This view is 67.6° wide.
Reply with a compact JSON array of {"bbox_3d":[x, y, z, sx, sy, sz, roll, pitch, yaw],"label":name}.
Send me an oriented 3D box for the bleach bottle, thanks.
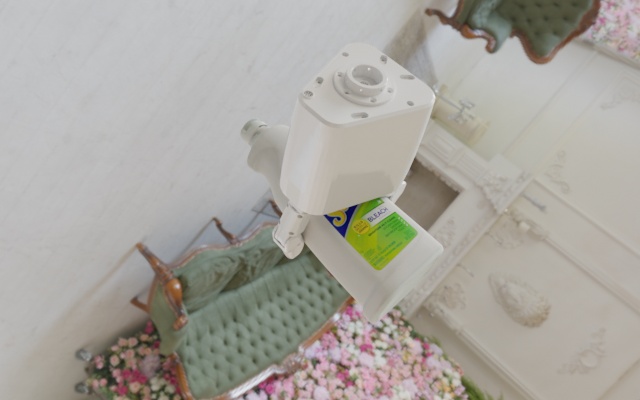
[{"bbox_3d":[0.000,0.002,0.498,0.102,0.250,0.068,-35,-23,-31],"label":"bleach bottle"}]
